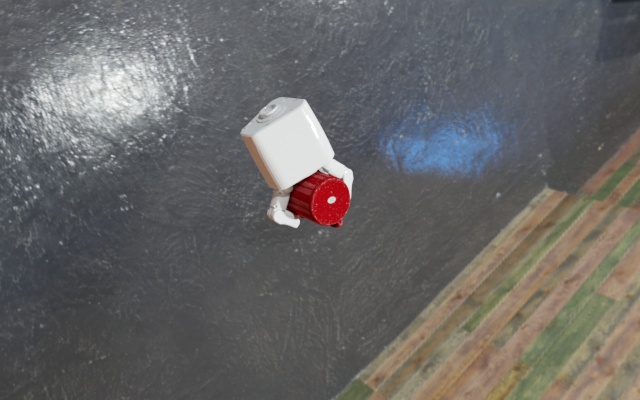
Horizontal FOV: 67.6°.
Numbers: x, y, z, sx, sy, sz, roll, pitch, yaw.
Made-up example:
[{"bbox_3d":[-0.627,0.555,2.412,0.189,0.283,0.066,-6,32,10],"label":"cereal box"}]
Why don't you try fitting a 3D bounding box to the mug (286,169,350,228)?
[{"bbox_3d":[0.001,0.004,0.798,0.093,0.117,0.081,-42,34,-19],"label":"mug"}]
